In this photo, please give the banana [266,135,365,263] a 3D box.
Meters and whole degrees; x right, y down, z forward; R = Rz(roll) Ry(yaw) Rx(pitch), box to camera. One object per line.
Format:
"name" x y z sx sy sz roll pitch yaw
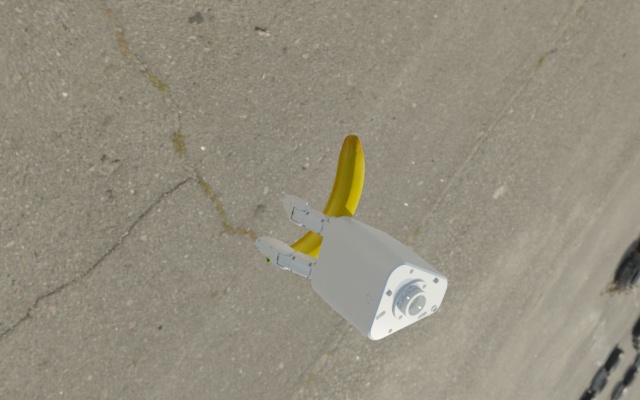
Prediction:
"banana" 0.011 0.013 0.617 0.070 0.198 0.037 30 5 -35
